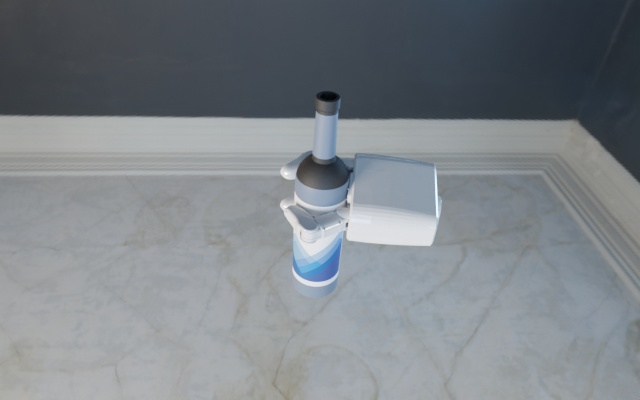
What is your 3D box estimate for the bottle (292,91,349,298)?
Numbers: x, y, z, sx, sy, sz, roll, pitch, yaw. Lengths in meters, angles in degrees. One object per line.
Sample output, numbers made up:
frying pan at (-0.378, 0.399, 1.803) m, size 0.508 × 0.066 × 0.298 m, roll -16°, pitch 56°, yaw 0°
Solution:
bottle at (0.000, 0.002, 0.611) m, size 0.069 × 0.296 × 0.069 m, roll 3°, pitch 38°, yaw -2°
